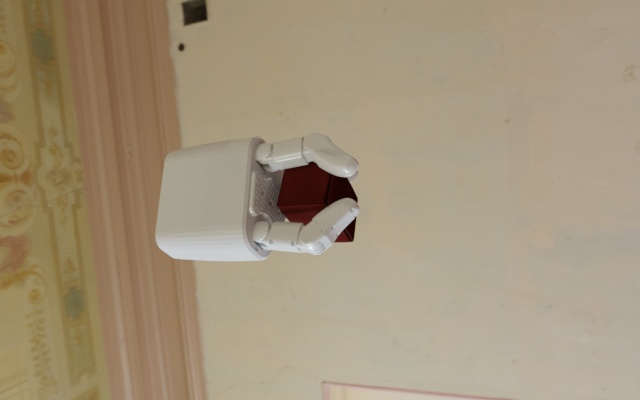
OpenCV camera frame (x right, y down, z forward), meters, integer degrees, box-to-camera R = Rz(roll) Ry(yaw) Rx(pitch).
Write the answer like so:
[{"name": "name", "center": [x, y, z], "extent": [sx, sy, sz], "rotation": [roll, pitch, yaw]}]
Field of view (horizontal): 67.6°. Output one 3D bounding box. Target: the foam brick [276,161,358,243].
[{"name": "foam brick", "center": [0.000, 0.002, 0.469], "extent": [0.051, 0.053, 0.078], "rotation": [-4, -34, 22]}]
